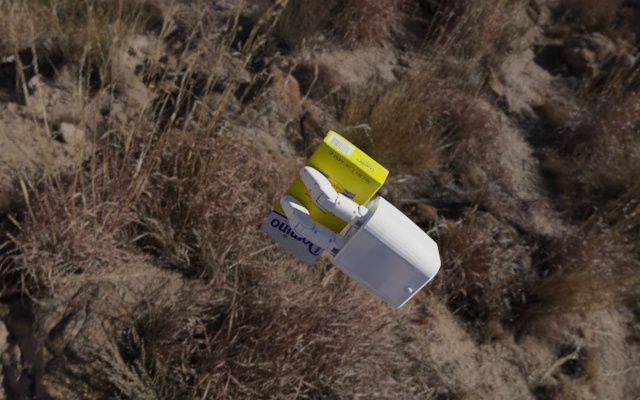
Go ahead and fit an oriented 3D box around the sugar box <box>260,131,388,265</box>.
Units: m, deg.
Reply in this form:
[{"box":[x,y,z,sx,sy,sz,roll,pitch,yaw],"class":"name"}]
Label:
[{"box":[0.000,0.002,0.638,0.093,0.176,0.048,36,32,-1],"class":"sugar box"}]
